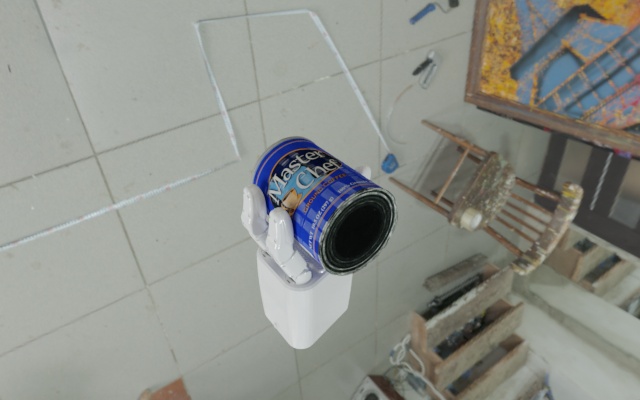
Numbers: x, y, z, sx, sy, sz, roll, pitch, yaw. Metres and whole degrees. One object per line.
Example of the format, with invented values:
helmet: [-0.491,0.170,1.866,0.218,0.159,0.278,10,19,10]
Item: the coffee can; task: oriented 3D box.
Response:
coffee can: [0.000,0.001,0.528,0.103,0.103,0.140,0,27,-41]
